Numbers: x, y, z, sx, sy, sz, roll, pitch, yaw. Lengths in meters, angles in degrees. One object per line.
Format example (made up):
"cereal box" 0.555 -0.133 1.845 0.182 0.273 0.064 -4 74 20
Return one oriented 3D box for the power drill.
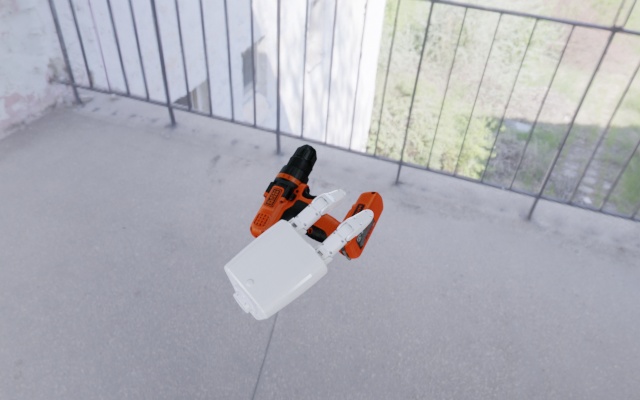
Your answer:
"power drill" 0.000 0.003 0.755 0.187 0.184 0.057 16 -21 29
